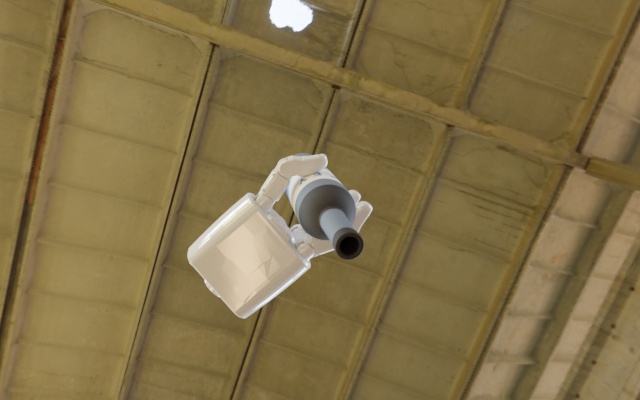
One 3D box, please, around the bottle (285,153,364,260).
[{"bbox_3d":[0.000,0.002,0.571,0.069,0.069,0.295,0,16,-11],"label":"bottle"}]
